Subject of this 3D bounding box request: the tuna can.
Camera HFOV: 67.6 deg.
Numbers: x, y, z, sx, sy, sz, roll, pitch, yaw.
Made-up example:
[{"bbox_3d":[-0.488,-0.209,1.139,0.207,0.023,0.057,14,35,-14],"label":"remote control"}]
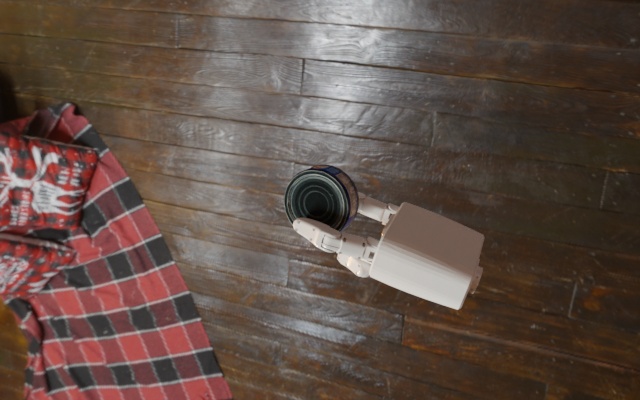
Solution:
[{"bbox_3d":[0.000,0.002,0.567,0.086,0.086,0.033,0,12,24],"label":"tuna can"}]
